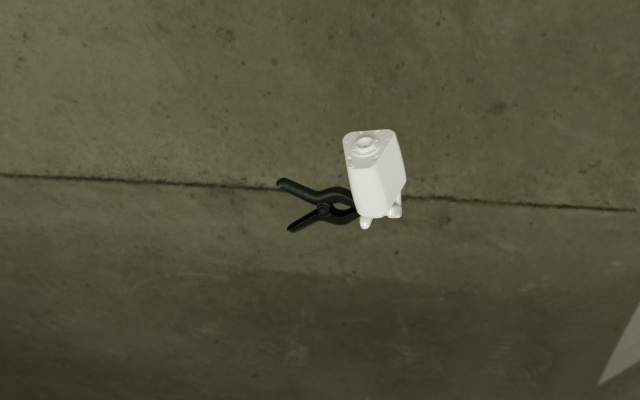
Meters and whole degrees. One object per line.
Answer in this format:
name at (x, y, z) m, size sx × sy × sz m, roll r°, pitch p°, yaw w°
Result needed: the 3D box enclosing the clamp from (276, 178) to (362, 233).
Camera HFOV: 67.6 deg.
clamp at (0.000, 0.003, 0.876) m, size 0.171 × 0.120 × 0.039 m, roll -9°, pitch 38°, yaw 18°
